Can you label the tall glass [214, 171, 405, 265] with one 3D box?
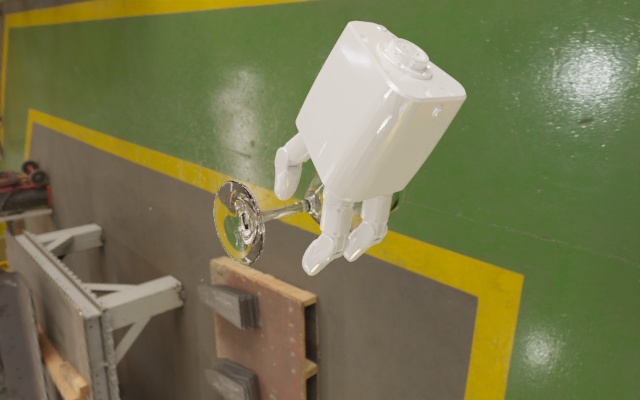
[{"bbox_3d":[-0.001,0.002,0.476,0.201,0.079,0.079,-14,9,-42],"label":"tall glass"}]
